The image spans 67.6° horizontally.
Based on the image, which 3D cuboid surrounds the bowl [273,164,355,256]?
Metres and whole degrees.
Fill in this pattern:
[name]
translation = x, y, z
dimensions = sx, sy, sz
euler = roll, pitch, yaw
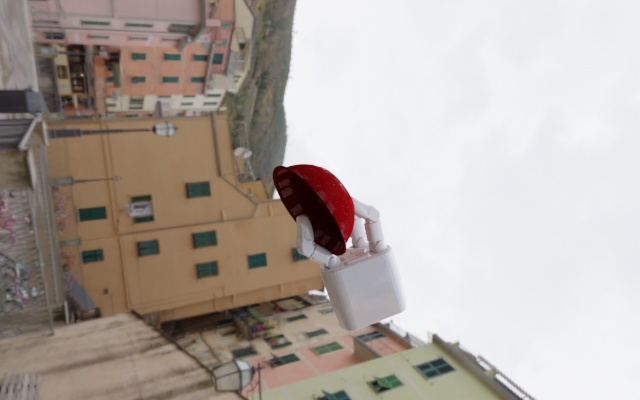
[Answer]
[bowl]
translation = 0.000, 0.001, 0.707
dimensions = 0.055, 0.162, 0.162
euler = -38, 15, -20
